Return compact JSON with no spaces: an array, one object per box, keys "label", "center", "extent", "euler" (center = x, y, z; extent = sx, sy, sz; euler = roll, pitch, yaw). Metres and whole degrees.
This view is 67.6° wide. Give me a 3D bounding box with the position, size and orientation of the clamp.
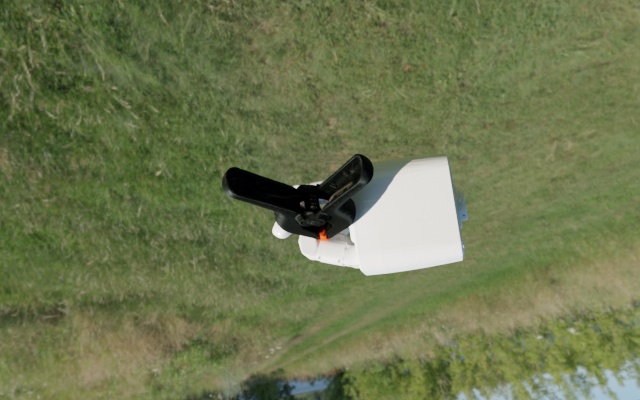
[{"label":"clamp","center":[0.000,0.002,0.437],"extent":[0.120,0.039,0.171],"euler":[-3,-17,17]}]
